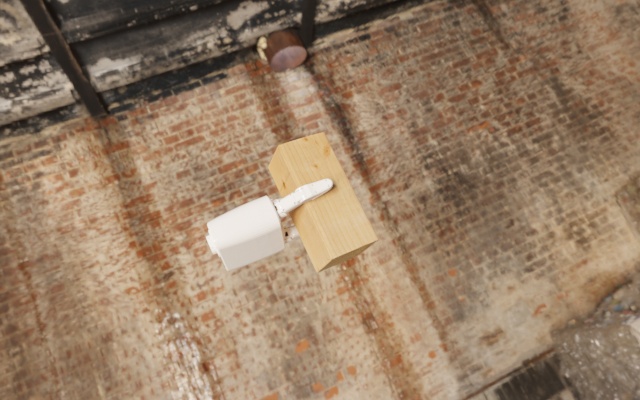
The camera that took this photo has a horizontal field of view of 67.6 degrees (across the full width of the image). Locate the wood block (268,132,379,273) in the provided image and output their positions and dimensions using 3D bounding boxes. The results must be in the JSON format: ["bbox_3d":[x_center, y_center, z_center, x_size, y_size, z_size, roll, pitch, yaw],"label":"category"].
[{"bbox_3d":[0.000,0.003,0.803,0.090,0.206,0.091,-20,-15,-25],"label":"wood block"}]
